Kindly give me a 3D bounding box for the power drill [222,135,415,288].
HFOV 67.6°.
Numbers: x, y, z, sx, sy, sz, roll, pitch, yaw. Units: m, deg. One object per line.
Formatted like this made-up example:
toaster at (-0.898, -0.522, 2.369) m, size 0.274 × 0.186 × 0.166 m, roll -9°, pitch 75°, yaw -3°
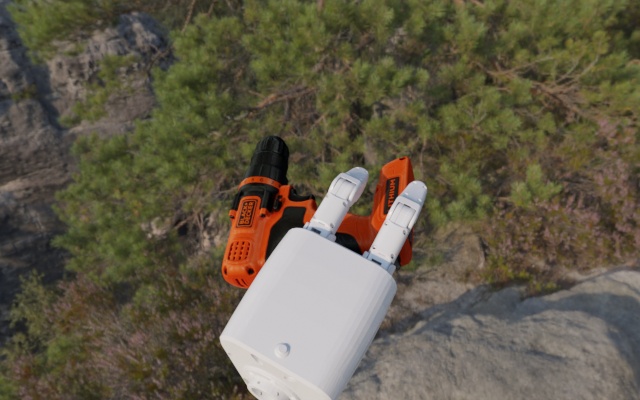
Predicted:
power drill at (0.000, 0.002, 0.489) m, size 0.187 × 0.184 × 0.057 m, roll -4°, pitch -34°, yaw 18°
